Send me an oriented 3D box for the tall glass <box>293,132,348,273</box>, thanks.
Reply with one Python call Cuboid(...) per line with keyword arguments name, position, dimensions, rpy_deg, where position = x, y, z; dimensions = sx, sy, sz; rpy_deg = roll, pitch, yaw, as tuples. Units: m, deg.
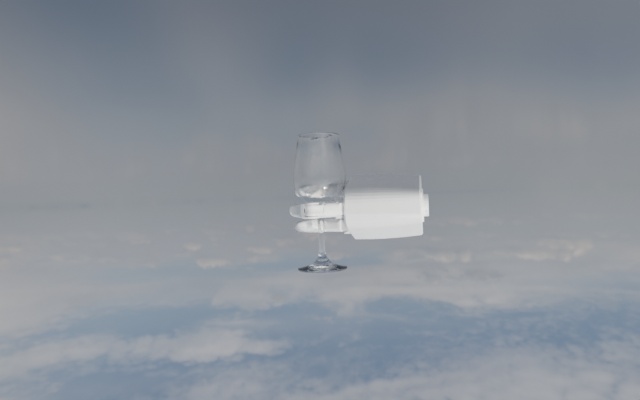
Cuboid(name="tall glass", position=(0.000, 0.003, 0.711), dimensions=(0.079, 0.201, 0.079), rpy_deg=(-2, 1, 0))
